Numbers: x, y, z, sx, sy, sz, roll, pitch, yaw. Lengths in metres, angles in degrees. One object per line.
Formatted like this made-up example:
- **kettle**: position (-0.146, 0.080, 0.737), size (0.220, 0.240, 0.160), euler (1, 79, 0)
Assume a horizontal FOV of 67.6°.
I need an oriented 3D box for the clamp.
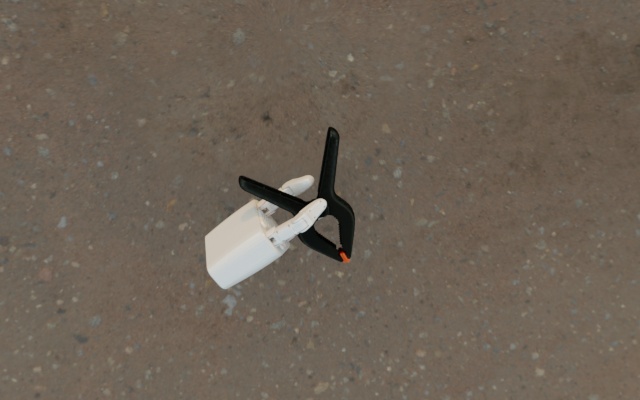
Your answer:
- **clamp**: position (0.000, 0.003, 0.731), size (0.164, 0.210, 0.036), euler (-34, 19, 7)
